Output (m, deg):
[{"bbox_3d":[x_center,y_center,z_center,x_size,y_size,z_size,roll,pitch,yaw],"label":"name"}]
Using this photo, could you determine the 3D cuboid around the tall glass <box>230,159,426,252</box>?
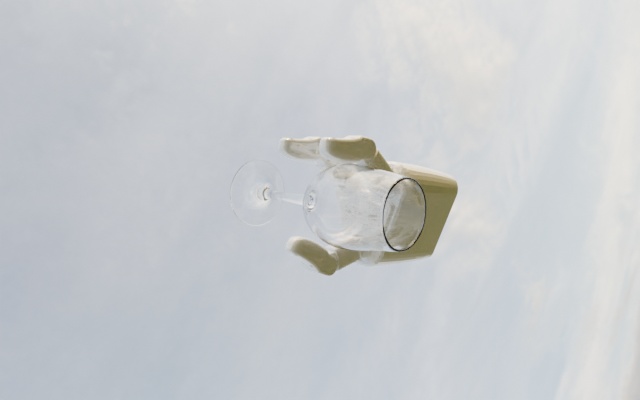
[{"bbox_3d":[-0.001,0.001,0.459,0.079,0.079,0.201,0,6,-44],"label":"tall glass"}]
